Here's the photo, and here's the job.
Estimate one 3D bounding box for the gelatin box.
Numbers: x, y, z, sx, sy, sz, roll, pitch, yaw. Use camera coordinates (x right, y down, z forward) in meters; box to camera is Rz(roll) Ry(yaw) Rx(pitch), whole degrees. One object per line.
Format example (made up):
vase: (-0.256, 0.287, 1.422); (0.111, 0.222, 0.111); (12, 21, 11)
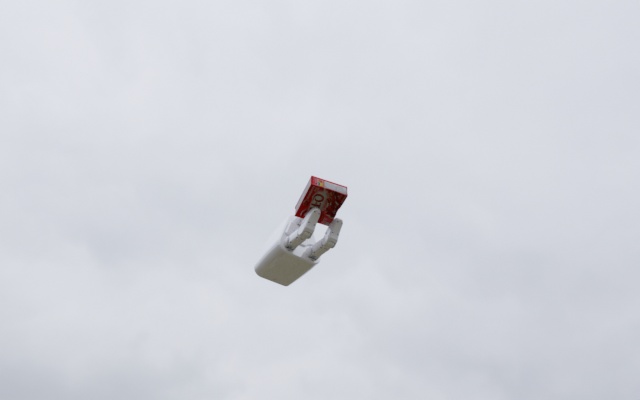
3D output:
gelatin box: (0.000, 0.002, 0.891); (0.073, 0.089, 0.030); (18, 39, -15)
